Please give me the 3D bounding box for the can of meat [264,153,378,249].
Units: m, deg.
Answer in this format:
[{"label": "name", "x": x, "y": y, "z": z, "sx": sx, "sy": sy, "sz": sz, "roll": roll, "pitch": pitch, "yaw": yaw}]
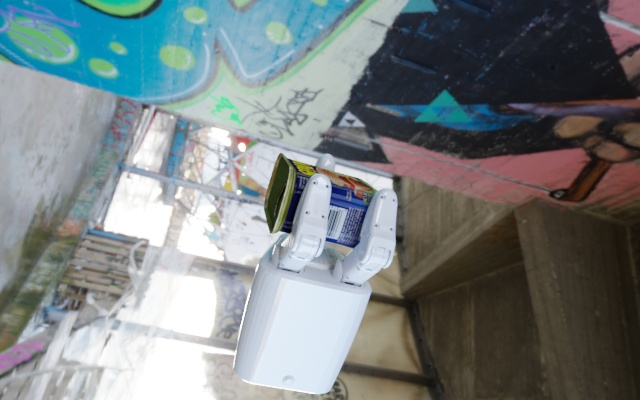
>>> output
[{"label": "can of meat", "x": 0.000, "y": 0.001, "z": 0.418, "sx": 0.084, "sy": 0.057, "sz": 0.102, "roll": 15, "pitch": 11, "yaw": -14}]
